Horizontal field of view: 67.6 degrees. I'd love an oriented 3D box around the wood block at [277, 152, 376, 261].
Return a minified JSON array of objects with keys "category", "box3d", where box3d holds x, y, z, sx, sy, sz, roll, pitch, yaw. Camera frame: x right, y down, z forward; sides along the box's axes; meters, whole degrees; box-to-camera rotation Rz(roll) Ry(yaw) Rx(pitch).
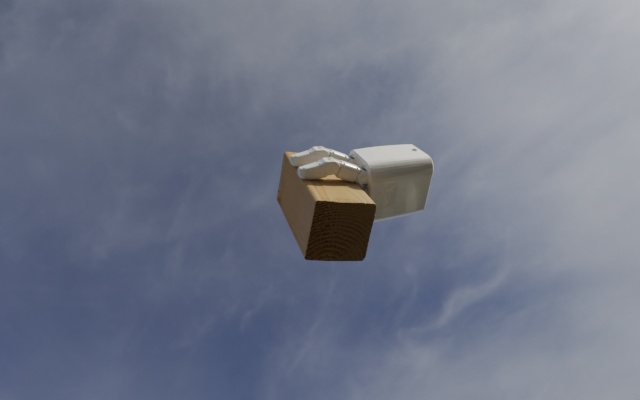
[{"category":"wood block","box3d":[0.000,0.003,0.731,0.090,0.091,0.206,3,22,-18]}]
